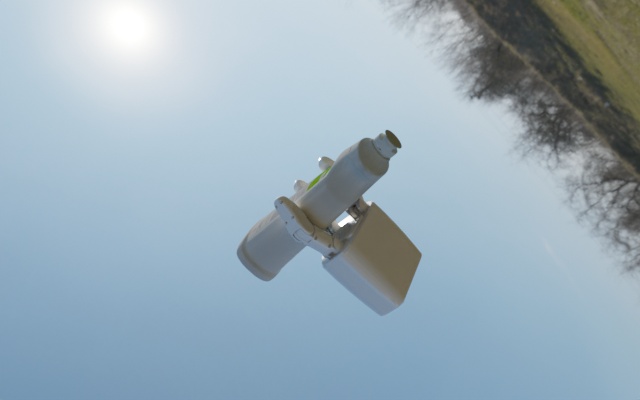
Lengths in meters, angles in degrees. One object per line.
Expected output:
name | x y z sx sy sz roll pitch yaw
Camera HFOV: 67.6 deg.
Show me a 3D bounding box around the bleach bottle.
bleach bottle | 0.000 0.002 0.612 0.251 0.068 0.102 -40 12 30
